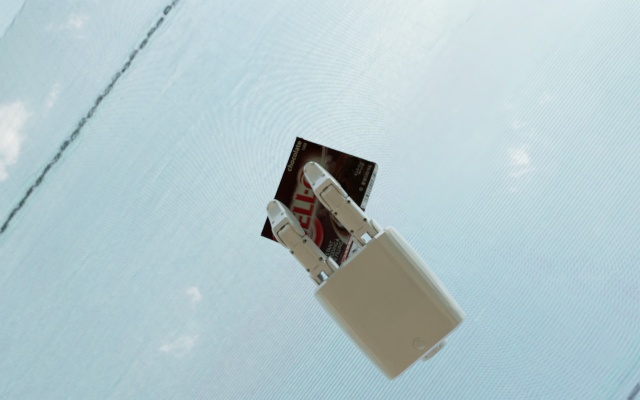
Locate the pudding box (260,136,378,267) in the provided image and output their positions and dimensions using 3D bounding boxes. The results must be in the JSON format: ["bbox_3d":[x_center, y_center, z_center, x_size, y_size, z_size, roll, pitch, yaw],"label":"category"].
[{"bbox_3d":[0.000,0.002,0.494,0.090,0.113,0.039,20,-1,16],"label":"pudding box"}]
